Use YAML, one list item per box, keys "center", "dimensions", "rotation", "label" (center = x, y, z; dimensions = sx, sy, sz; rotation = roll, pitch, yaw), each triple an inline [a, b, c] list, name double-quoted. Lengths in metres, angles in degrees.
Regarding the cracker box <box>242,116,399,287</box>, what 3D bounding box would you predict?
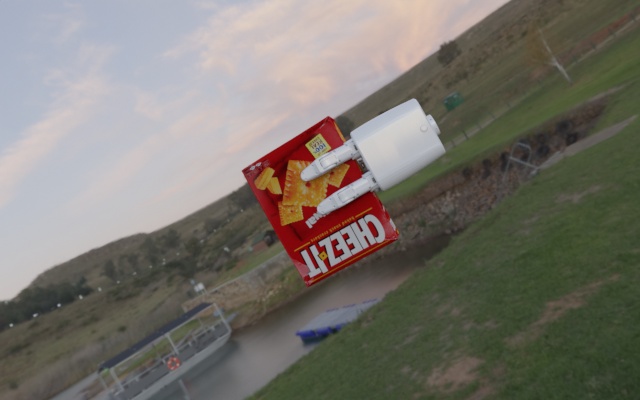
- center: [0.000, 0.002, 0.746]
  dimensions: [0.164, 0.213, 0.072]
  rotation: [-30, -2, 11]
  label: "cracker box"
